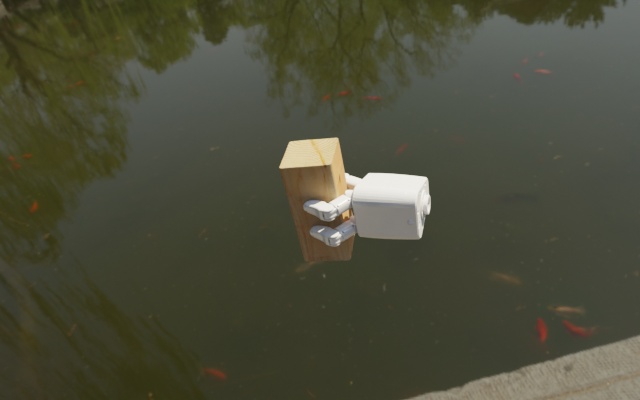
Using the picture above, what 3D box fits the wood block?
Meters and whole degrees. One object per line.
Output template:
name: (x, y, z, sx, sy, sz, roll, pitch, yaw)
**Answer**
wood block: (0.001, 0.002, 0.851, 0.090, 0.206, 0.090, -3, 35, 13)
